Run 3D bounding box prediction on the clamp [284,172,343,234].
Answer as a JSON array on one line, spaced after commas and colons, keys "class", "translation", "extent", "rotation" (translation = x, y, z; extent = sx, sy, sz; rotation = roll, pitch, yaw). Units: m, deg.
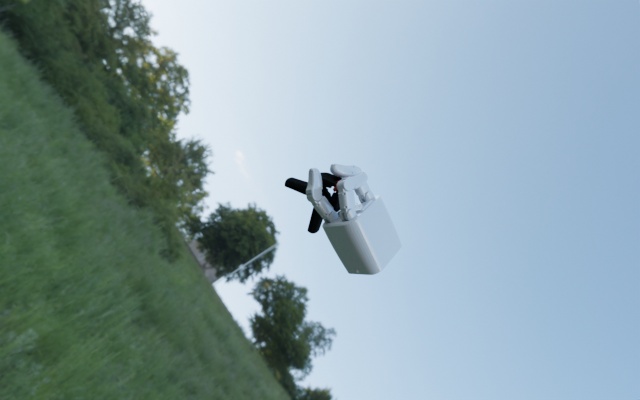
[{"class": "clamp", "translation": [0.001, 0.003, 0.894], "extent": [0.039, 0.120, 0.171], "rotation": [-34, 13, -31]}]
